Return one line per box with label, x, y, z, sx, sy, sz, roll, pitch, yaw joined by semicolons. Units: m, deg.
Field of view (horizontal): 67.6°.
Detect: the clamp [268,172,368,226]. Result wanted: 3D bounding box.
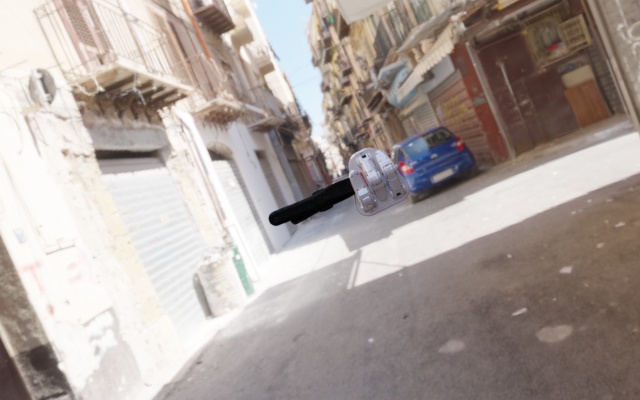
clamp;0.000;0.002;0.820;0.171;0.039;0.120;-23;-2;5
